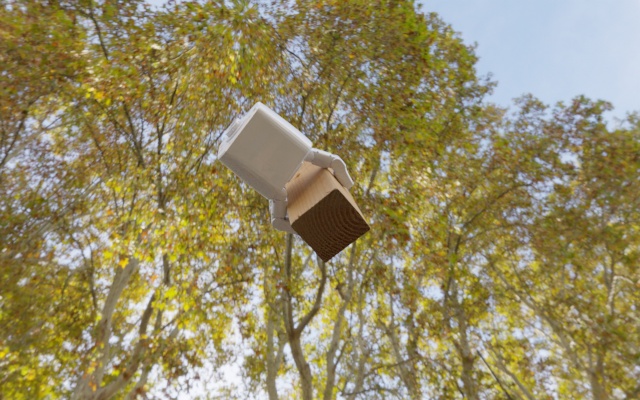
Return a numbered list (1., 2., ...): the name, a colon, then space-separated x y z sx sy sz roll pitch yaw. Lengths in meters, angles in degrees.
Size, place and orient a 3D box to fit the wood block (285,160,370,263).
1. wood block: 0.000 0.002 0.798 0.091 0.090 0.206 -38 22 7
